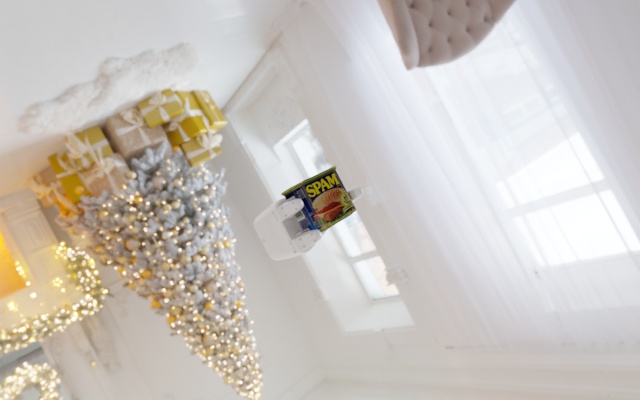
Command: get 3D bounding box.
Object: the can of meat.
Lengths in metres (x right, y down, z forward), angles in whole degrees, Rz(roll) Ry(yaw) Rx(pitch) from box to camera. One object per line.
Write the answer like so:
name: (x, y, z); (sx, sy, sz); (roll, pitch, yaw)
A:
can of meat: (0.000, 0.003, 0.769); (0.102, 0.084, 0.057); (-28, 0, -39)
